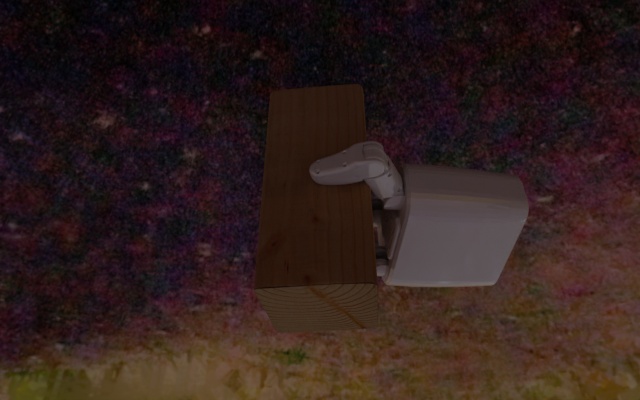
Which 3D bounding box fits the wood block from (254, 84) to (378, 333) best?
[{"bbox_3d":[0.000,0.001,0.429,0.090,0.206,0.091,-4,-36,5],"label":"wood block"}]
